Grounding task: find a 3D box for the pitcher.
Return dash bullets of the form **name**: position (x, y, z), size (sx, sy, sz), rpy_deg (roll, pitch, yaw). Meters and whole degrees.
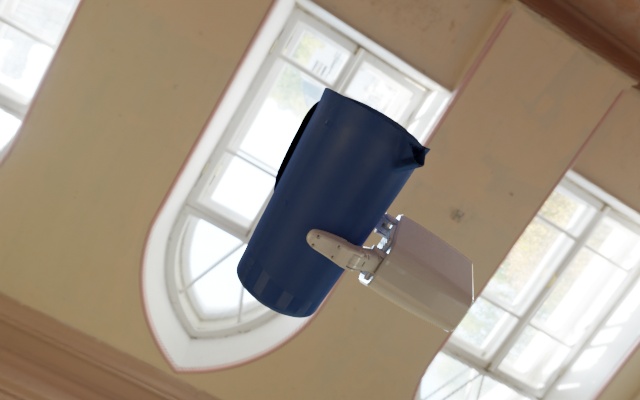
- **pitcher**: position (0.000, 0.002, 0.549), size (0.145, 0.243, 0.149), rpy_deg (31, 10, 0)
